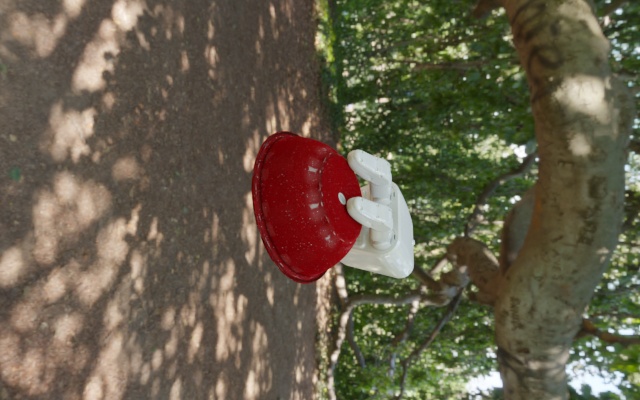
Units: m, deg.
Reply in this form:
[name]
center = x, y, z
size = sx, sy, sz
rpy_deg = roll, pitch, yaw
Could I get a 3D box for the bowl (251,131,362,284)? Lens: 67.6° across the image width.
[bowl]
center = 0.000, 0.001, 0.488
size = 0.055, 0.162, 0.162
rpy_deg = -12, -6, 29
